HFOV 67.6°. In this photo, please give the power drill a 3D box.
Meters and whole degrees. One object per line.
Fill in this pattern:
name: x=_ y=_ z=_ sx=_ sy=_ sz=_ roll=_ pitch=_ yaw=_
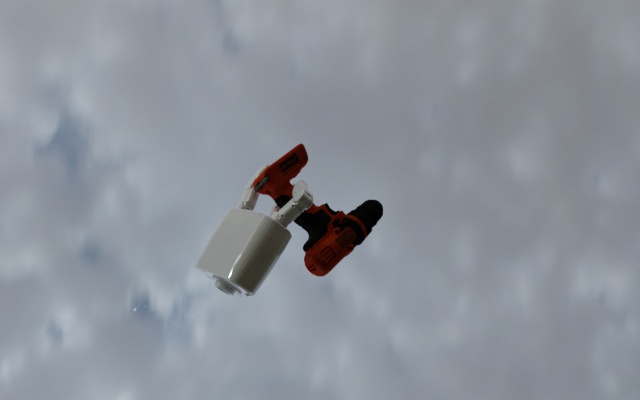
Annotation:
power drill: x=0.000 y=0.002 z=0.764 sx=0.184 sy=0.187 sz=0.057 roll=-40 pitch=-1 yaw=-39
